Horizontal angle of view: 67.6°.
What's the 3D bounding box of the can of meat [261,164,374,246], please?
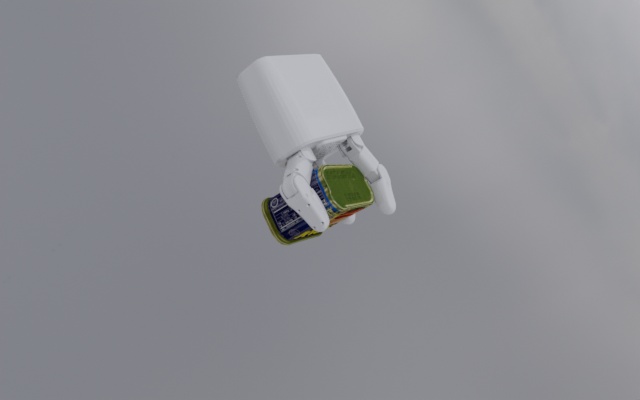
[{"bbox_3d":[0.000,0.002,0.526,0.084,0.057,0.102,-31,-11,29],"label":"can of meat"}]
